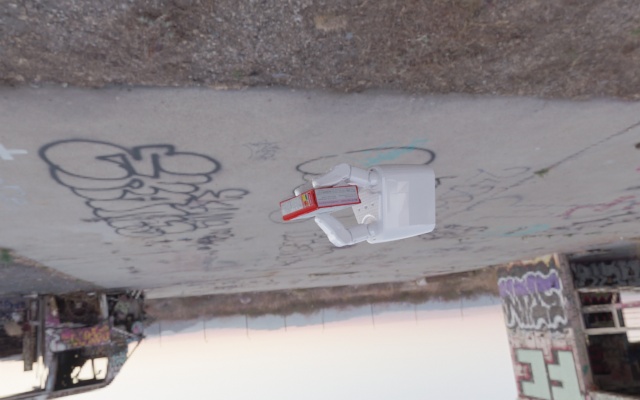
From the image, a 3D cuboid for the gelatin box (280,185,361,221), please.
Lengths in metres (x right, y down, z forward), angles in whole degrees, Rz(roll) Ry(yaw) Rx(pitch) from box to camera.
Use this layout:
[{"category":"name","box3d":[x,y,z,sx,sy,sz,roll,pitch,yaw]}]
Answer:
[{"category":"gelatin box","box3d":[0.000,0.003,0.663,0.089,0.030,0.073,-7,-9,-44]}]
